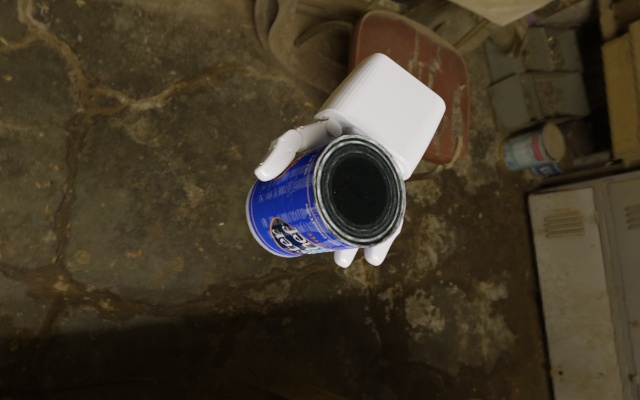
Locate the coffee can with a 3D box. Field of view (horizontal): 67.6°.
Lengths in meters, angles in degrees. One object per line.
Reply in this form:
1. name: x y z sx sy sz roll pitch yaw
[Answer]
1. coffee can: 0.000 0.002 0.478 0.103 0.103 0.140 0 -9 -33
